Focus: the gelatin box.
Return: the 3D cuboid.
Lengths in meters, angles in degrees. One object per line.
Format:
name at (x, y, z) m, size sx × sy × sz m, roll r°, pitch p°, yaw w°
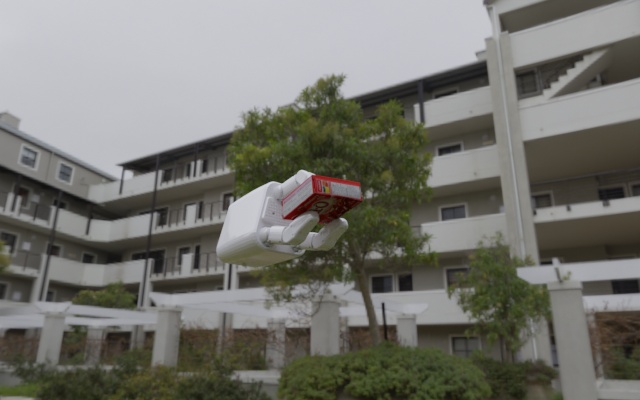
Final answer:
gelatin box at (0.000, 0.001, 0.627) m, size 0.073 × 0.030 × 0.089 m, roll 9°, pitch -28°, yaw -30°
